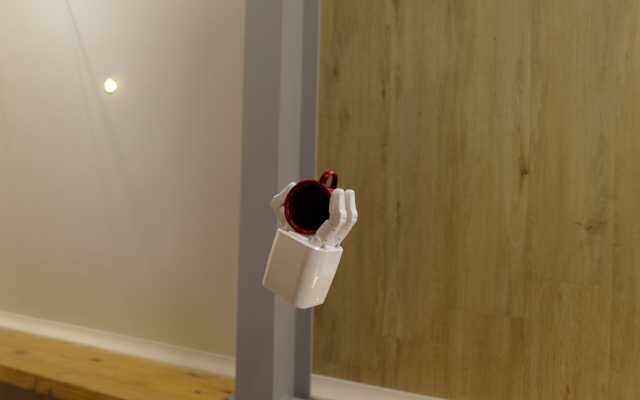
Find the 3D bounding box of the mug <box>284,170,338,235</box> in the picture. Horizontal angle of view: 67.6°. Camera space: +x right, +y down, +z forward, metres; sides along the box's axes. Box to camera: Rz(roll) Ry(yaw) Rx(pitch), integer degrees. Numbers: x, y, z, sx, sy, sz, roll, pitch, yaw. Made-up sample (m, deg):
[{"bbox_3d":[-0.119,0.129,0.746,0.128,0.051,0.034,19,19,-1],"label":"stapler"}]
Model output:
[{"bbox_3d":[0.001,0.001,0.832,0.093,0.117,0.081,22,6,25],"label":"mug"}]
